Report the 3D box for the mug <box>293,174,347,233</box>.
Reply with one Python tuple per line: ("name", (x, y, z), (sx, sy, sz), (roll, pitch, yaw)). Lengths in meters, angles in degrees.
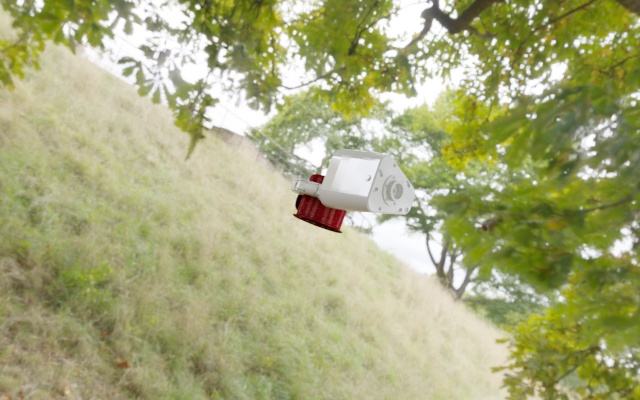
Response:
("mug", (-0.001, 0.002, 0.856), (0.093, 0.081, 0.117), (27, -10, -41))
